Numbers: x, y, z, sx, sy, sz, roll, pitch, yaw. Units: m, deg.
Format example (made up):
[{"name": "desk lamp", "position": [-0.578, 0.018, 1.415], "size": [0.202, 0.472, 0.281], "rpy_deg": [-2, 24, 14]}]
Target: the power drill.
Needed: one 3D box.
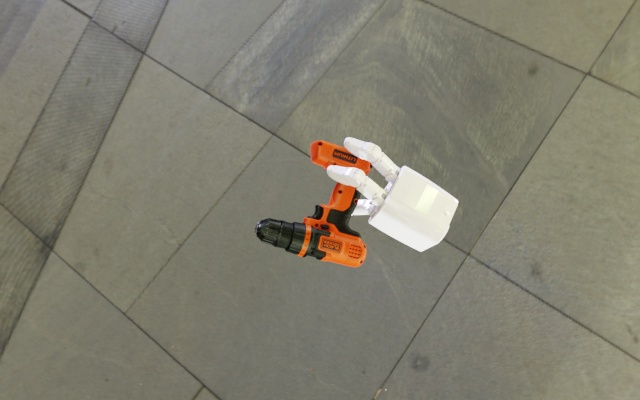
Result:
[{"name": "power drill", "position": [0.000, 0.002, 0.778], "size": [0.184, 0.187, 0.057], "rpy_deg": [16, -10, -16]}]
